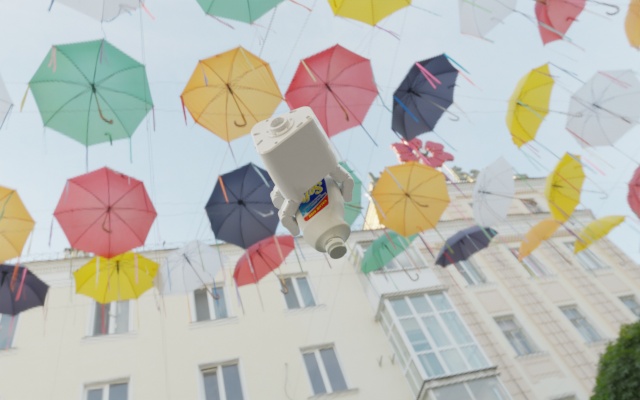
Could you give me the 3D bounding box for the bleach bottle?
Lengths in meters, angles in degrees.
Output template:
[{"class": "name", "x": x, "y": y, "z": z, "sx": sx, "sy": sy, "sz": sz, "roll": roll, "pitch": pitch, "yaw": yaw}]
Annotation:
[{"class": "bleach bottle", "x": 0.000, "y": 0.003, "z": 0.834, "sx": 0.102, "sy": 0.068, "sz": 0.250, "roll": -28, "pitch": 41, "yaw": 2}]
